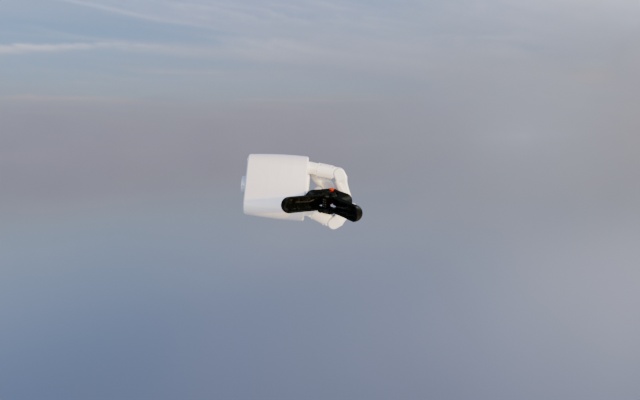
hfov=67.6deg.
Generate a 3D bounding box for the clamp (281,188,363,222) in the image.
[{"bbox_3d":[0.000,0.002,0.768,0.120,0.039,0.171,12,6,-3],"label":"clamp"}]
